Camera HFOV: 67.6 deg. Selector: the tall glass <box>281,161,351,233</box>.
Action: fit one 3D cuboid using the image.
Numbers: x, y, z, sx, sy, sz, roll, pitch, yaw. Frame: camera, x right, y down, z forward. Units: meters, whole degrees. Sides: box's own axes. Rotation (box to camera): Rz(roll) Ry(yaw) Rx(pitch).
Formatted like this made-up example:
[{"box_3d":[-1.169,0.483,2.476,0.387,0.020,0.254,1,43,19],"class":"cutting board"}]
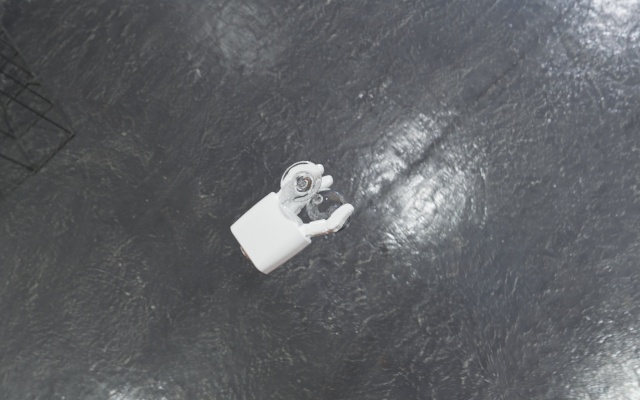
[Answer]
[{"box_3d":[0.000,0.003,0.883,0.079,0.079,0.201,0,-20,21],"class":"tall glass"}]
